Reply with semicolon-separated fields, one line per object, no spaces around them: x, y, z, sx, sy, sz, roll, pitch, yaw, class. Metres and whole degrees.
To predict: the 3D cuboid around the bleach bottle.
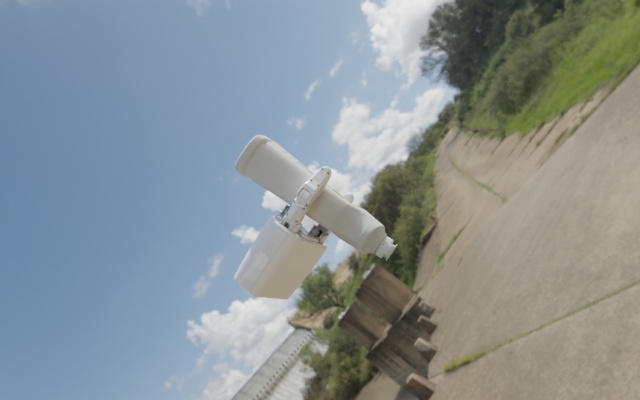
0.000;0.002;0.696;0.251;0.068;0.102;36;5;14;bleach bottle
